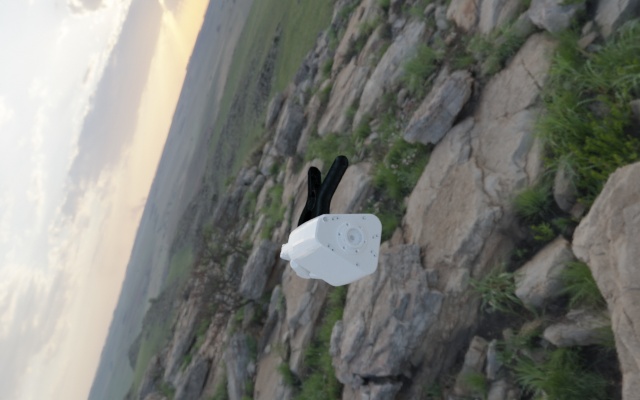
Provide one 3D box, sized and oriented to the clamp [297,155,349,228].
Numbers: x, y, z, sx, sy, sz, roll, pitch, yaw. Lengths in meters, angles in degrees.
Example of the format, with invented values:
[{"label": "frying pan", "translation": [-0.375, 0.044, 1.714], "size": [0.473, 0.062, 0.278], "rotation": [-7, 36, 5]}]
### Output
[{"label": "clamp", "translation": [-0.001, 0.003, 0.812], "size": [0.039, 0.171, 0.120], "rotation": [17, -23, -20]}]
